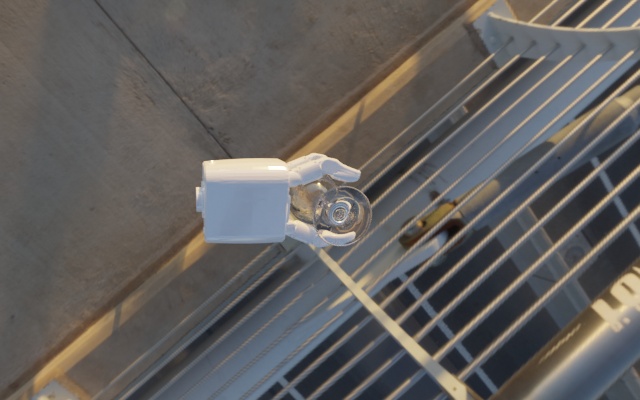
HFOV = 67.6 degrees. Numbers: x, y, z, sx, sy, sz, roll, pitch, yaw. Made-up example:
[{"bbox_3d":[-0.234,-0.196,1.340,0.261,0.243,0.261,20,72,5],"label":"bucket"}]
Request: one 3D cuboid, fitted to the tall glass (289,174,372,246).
[{"bbox_3d":[0.000,0.002,0.665,0.079,0.079,0.201,0,10,-16],"label":"tall glass"}]
